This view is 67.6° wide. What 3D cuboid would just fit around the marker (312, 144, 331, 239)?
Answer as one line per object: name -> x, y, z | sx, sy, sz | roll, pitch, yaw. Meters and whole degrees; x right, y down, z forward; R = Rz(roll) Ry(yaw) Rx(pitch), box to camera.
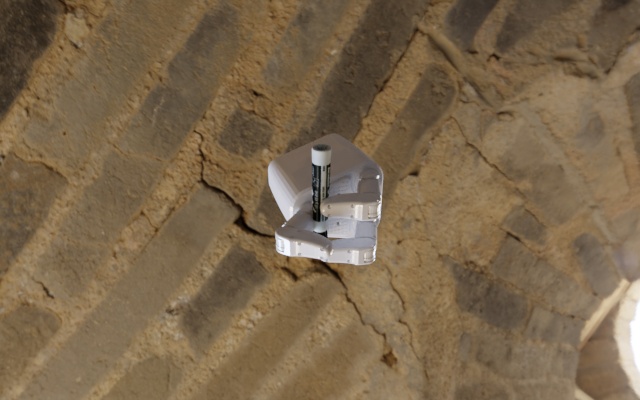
marker -> 0.000, 0.002, 0.488 | 0.020, 0.121, 0.020 | 1, 29, 0
